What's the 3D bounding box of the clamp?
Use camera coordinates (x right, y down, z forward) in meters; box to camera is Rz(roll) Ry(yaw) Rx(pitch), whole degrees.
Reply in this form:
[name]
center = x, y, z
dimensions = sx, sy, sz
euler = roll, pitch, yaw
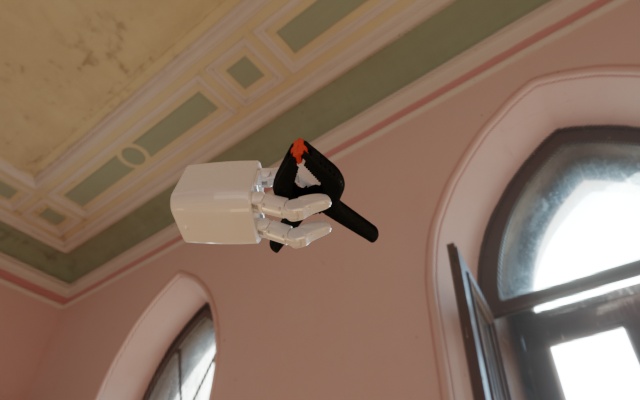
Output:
[clamp]
center = 0.000, 0.001, 0.655
dimensions = 0.164, 0.036, 0.210
euler = -3, -42, 1
